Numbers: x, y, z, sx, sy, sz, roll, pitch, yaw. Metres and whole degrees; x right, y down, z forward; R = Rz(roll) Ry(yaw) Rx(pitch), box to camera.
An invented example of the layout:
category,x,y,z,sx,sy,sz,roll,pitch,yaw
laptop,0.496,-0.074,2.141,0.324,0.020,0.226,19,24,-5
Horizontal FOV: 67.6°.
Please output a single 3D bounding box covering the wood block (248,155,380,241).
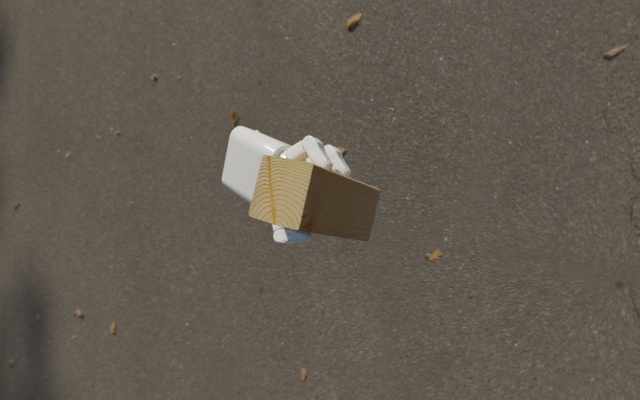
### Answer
category,x,y,z,sx,sy,sz,roll,pitch,yaw
wood block,0.000,0.003,0.718,0.090,0.091,0.206,13,-1,33
